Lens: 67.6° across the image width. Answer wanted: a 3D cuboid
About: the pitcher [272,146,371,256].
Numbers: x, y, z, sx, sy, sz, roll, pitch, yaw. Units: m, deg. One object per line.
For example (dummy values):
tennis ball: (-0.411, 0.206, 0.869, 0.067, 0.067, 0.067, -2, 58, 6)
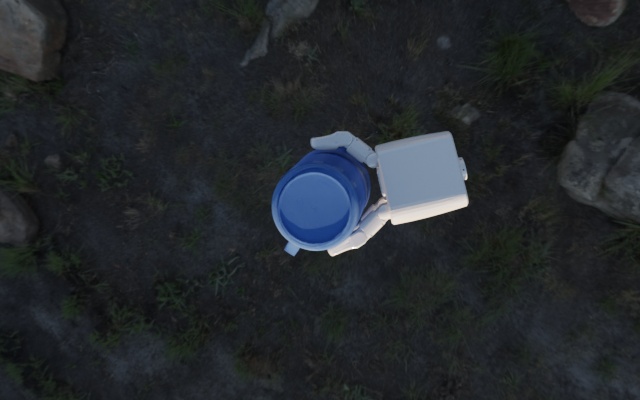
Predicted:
pitcher: (0.000, 0.002, 0.684, 0.145, 0.149, 0.243, -12, 7, 8)
